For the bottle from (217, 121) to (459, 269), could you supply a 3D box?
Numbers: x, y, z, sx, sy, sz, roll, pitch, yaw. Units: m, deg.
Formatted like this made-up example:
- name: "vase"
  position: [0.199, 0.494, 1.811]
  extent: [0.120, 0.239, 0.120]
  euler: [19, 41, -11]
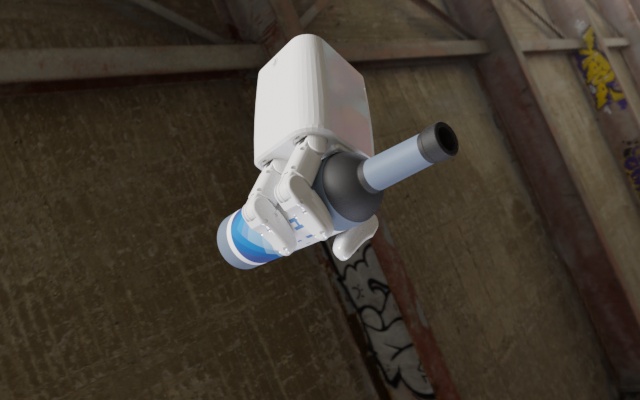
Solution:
- name: "bottle"
  position: [0.000, 0.002, 0.446]
  extent: [0.069, 0.069, 0.296]
  euler: [0, -18, -40]
